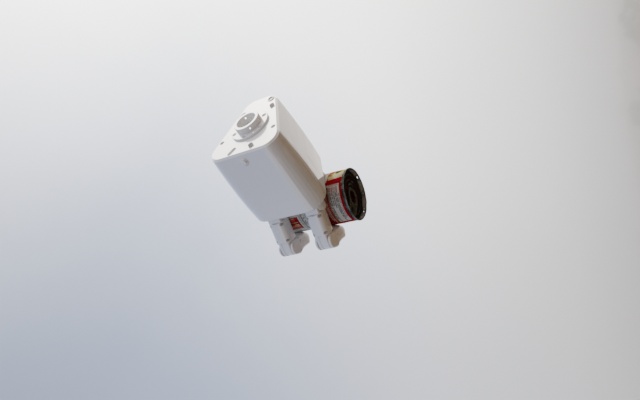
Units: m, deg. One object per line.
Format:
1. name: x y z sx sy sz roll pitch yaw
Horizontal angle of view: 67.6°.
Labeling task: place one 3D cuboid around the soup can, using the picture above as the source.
1. soup can: 0.000 0.002 0.621 0.102 0.068 0.068 -13 -6 26
